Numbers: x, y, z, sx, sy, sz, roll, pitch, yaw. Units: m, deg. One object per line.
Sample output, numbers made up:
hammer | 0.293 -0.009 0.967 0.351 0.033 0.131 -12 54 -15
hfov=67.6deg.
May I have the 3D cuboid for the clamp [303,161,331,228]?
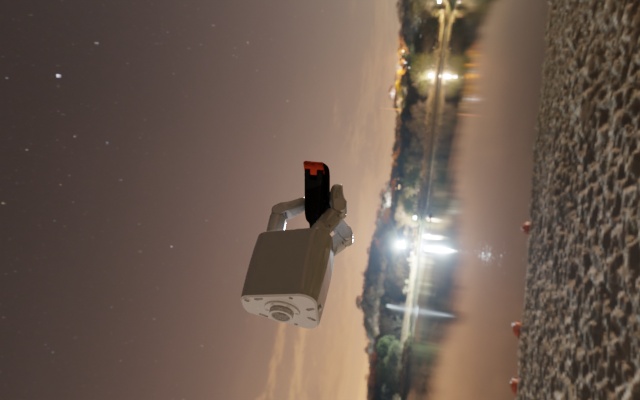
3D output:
clamp | -0.001 0.002 0.742 0.036 0.164 0.210 4 -40 8
